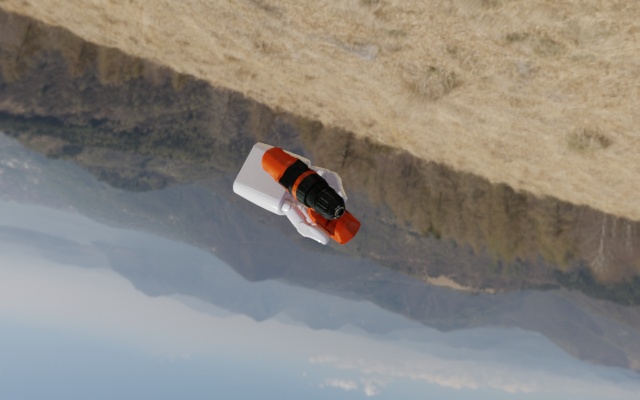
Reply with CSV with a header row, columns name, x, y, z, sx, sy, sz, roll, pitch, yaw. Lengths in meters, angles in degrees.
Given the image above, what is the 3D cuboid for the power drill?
name,x,y,z,sx,sy,sz,roll,pitch,yaw
power drill,0.000,0.003,0.790,0.184,0.057,0.188,41,-6,37
